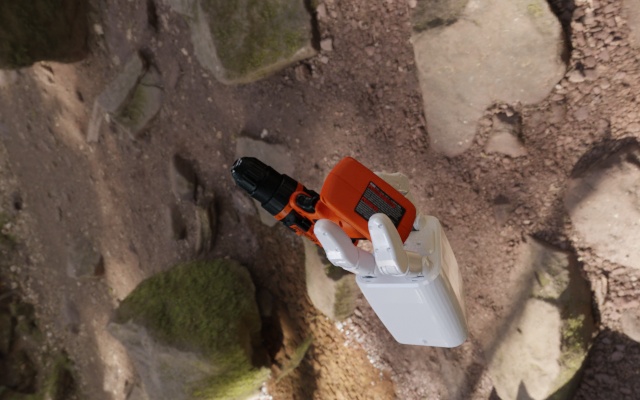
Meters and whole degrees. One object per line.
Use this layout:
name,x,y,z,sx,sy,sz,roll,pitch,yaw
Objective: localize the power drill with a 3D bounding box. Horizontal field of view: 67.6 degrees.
power drill,0.000,0.002,0.525,0.184,0.057,0.187,34,-16,-19
